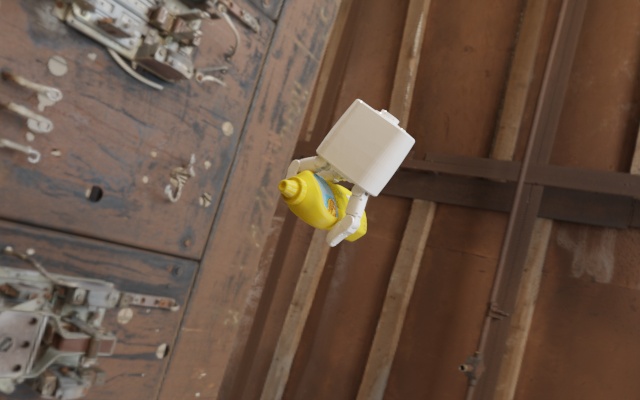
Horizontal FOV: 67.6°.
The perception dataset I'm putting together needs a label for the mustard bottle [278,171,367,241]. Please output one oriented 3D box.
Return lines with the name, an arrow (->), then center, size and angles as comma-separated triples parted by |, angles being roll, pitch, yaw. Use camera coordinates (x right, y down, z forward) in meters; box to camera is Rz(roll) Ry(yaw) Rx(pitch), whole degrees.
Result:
mustard bottle -> 0.000, 0.003, 0.759 | 0.058, 0.096, 0.192 | -32, -31, 23
